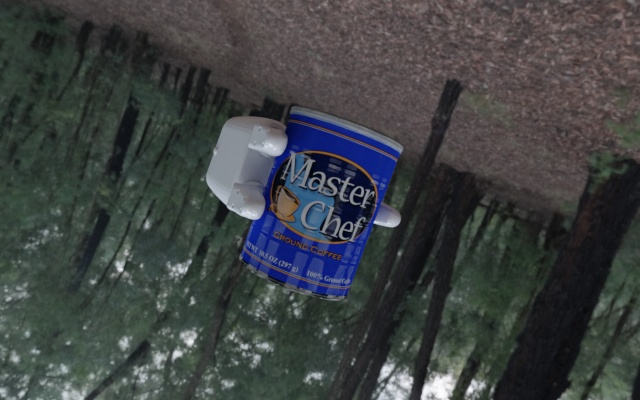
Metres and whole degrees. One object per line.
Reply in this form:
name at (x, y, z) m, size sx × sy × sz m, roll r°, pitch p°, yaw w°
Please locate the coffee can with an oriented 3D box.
coffee can at (0.000, 0.001, 0.419) m, size 0.103 × 0.140 × 0.103 m, roll 20°, pitch 3°, yaw -1°
